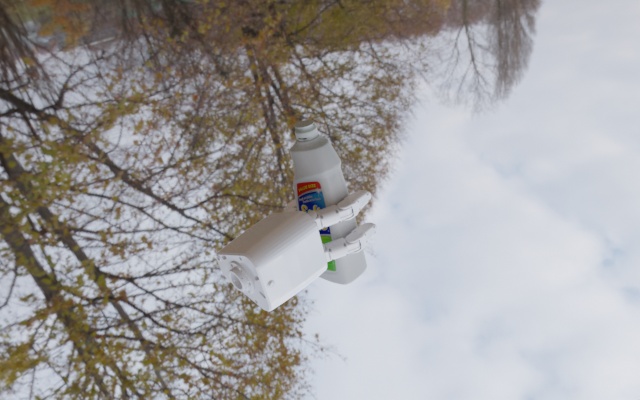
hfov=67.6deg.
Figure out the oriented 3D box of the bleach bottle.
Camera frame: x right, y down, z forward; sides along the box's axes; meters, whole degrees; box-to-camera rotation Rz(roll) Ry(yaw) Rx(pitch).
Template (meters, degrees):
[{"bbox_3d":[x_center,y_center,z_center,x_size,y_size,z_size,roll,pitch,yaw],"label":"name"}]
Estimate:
[{"bbox_3d":[0.000,0.002,0.709,0.102,0.251,0.068,15,39,44],"label":"bleach bottle"}]
